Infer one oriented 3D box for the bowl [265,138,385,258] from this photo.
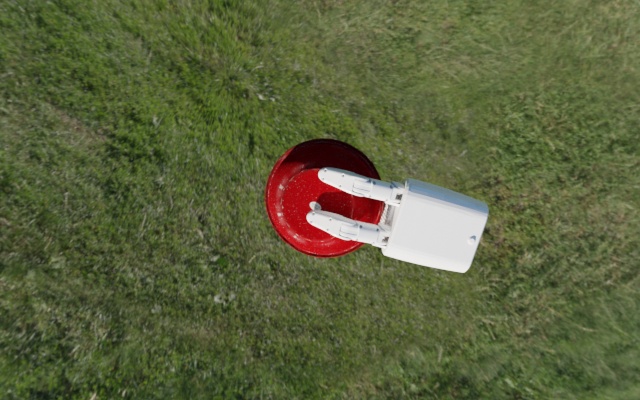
[{"bbox_3d":[-0.001,0.002,0.612,0.162,0.162,0.055,0,9,10],"label":"bowl"}]
